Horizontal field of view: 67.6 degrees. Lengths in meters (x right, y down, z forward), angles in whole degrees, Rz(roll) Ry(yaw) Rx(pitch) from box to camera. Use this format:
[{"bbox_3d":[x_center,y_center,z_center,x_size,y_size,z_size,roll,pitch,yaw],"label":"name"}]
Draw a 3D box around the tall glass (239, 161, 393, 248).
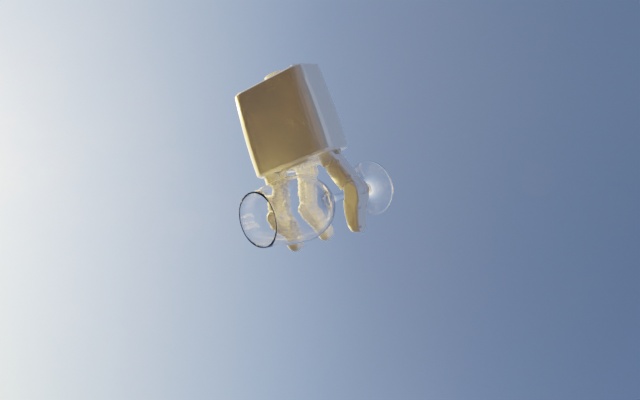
[{"bbox_3d":[0.001,0.002,0.572,0.079,0.079,0.201,0,11,43],"label":"tall glass"}]
